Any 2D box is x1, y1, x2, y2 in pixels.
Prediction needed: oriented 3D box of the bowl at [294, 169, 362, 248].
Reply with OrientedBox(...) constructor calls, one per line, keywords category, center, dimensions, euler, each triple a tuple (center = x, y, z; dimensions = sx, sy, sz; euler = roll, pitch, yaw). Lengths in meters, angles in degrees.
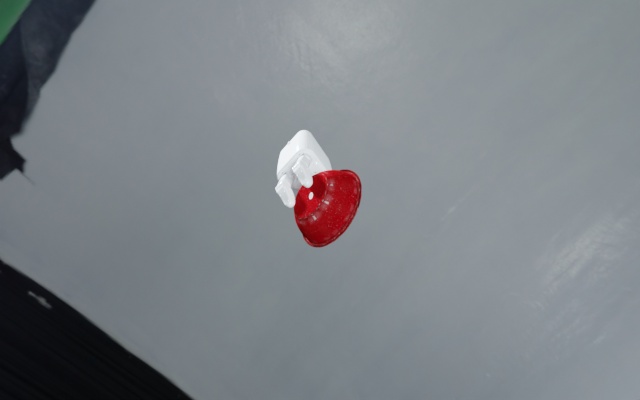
OrientedBox(category="bowl", center=(0.000, 0.003, 0.882), dimensions=(0.055, 0.162, 0.162), euler=(30, -18, -33))
